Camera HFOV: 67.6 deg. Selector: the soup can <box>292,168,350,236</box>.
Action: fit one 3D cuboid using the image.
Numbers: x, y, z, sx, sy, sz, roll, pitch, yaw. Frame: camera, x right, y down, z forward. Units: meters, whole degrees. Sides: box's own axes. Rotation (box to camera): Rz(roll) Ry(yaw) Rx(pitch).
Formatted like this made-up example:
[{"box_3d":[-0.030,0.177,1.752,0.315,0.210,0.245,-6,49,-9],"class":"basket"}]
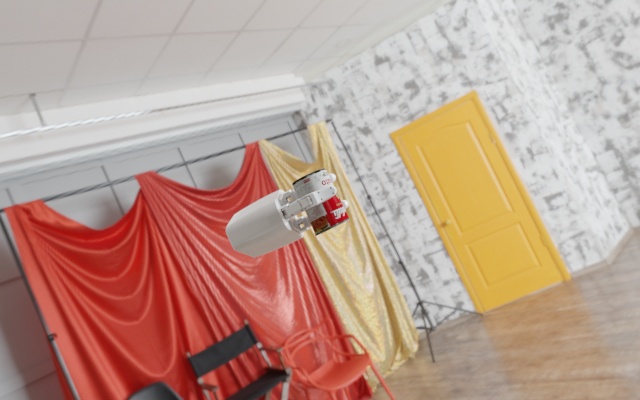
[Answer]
[{"box_3d":[0.000,0.002,0.843,0.068,0.102,0.068,-25,-3,-2],"class":"soup can"}]
